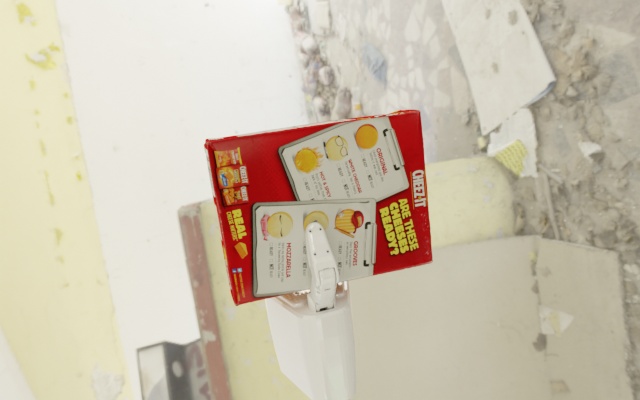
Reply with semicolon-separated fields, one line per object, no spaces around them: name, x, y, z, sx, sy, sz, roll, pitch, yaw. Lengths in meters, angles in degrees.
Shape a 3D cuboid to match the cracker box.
cracker box;0.000;0.002;0.497;0.213;0.164;0.072;-11;13;-13
